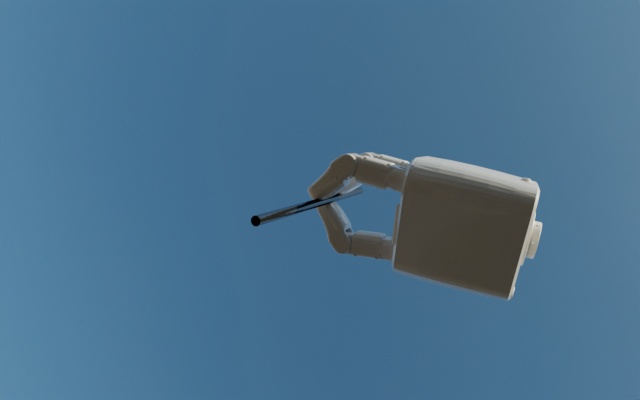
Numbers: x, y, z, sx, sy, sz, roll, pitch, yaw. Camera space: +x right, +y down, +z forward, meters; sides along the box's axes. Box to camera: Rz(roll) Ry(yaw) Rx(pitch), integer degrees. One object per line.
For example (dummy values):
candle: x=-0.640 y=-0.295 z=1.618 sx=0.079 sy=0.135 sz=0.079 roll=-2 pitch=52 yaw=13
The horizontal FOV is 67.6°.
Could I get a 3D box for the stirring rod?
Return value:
stirring rod: x=0.000 y=0.002 z=0.453 sx=0.011 sy=0.011 sz=0.239 roll=0 pitch=6 yaw=23
